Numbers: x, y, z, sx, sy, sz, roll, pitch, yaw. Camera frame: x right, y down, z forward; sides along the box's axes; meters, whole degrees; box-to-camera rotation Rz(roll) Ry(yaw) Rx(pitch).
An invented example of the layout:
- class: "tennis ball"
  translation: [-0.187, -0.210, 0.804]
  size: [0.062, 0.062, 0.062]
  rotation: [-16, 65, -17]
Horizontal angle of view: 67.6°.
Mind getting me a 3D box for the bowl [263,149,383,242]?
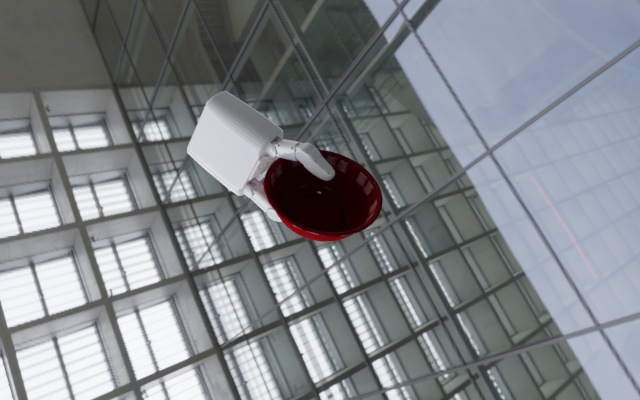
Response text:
- class: "bowl"
  translation: [0.001, 0.003, 0.653]
  size: [0.162, 0.162, 0.055]
  rotation: [0, -44, -15]
